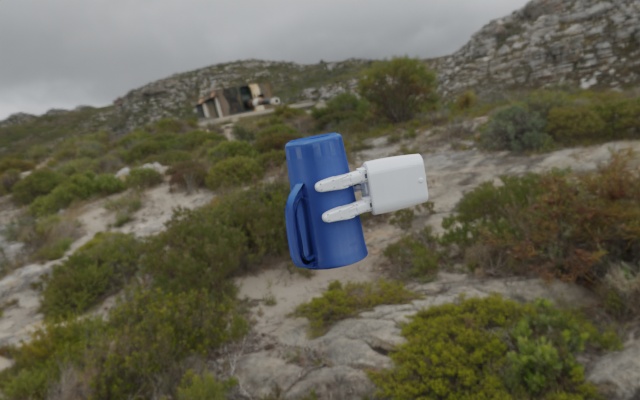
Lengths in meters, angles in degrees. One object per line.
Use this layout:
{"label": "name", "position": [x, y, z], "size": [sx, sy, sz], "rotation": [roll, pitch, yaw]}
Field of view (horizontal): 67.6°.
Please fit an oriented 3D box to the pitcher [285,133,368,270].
{"label": "pitcher", "position": [0.000, 0.003, 0.894], "size": [0.145, 0.243, 0.149], "rotation": [-11, 10, -3]}
